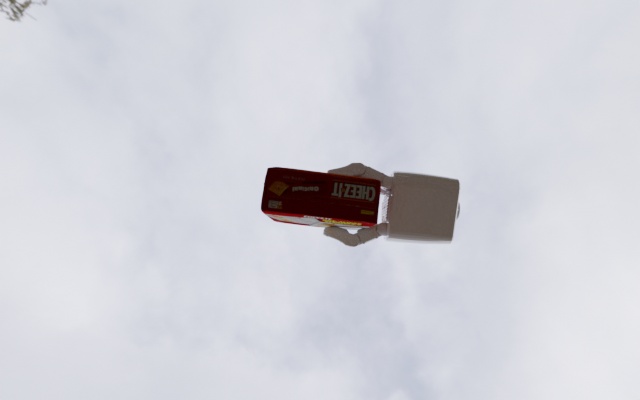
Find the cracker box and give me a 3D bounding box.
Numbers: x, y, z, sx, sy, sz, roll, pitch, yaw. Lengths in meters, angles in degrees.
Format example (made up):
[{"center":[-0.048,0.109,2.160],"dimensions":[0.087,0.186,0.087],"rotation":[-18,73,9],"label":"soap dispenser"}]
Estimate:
[{"center":[0.000,0.003,0.761],"dimensions":[0.164,0.072,0.214],"rotation":[6,-6,0],"label":"cracker box"}]
